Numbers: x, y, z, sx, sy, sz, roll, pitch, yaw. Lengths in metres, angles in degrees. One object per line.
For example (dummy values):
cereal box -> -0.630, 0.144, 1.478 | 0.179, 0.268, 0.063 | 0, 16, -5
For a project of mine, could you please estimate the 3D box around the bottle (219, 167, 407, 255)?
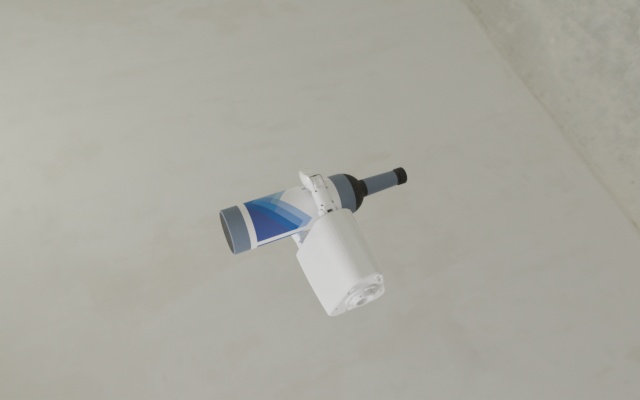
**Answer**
bottle -> 0.000, 0.002, 0.721 | 0.295, 0.069, 0.069 | -18, 6, -19
